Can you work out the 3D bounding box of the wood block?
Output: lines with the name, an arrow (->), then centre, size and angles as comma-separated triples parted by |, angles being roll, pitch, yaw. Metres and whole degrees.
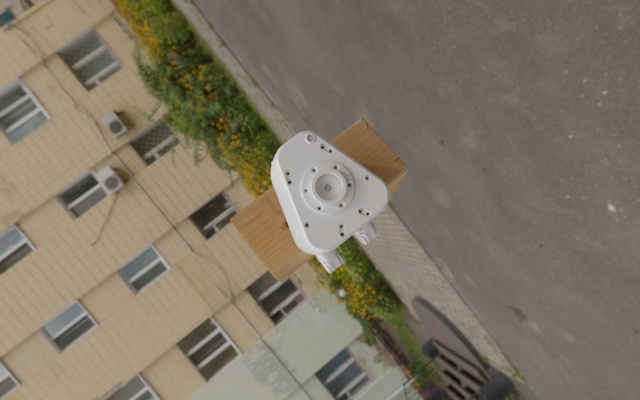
wood block -> 0.000, 0.002, 0.610 | 0.206, 0.091, 0.090 | -38, -11, -8
